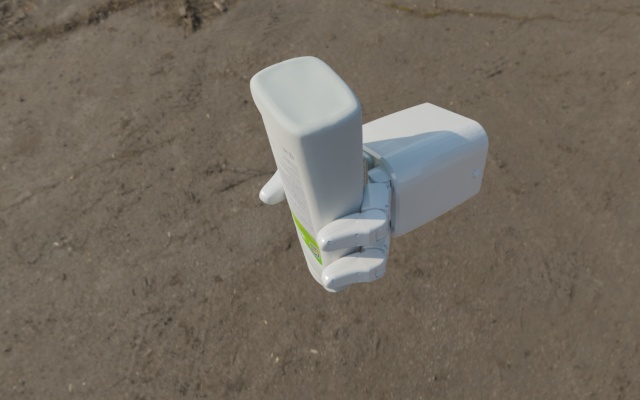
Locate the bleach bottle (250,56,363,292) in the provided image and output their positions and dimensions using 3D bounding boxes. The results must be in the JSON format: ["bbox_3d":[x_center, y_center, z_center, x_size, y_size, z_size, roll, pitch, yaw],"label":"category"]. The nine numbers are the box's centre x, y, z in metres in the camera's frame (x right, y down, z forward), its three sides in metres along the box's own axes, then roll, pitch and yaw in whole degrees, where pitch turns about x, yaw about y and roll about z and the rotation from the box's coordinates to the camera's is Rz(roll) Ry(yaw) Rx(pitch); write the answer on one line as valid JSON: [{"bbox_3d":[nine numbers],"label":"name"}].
[{"bbox_3d":[0.000,0.002,0.451,0.068,0.251,0.102,-23,49,-14],"label":"bleach bottle"}]
